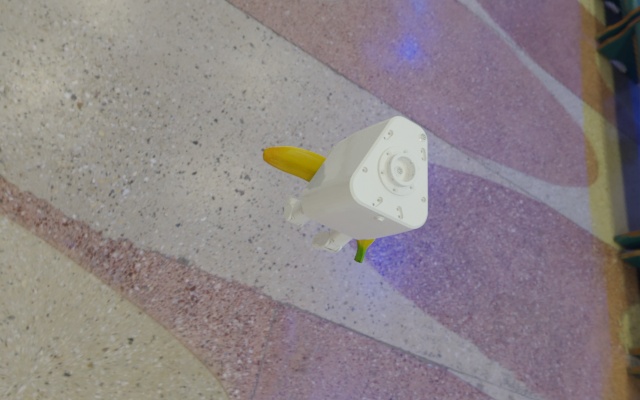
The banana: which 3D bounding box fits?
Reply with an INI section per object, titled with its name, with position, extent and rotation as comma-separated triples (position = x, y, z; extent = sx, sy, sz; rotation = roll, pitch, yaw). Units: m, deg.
[banana]
position = 0.015, -0.009, 0.604
extent = 0.069, 0.198, 0.037
rotation = -46, 16, -14
